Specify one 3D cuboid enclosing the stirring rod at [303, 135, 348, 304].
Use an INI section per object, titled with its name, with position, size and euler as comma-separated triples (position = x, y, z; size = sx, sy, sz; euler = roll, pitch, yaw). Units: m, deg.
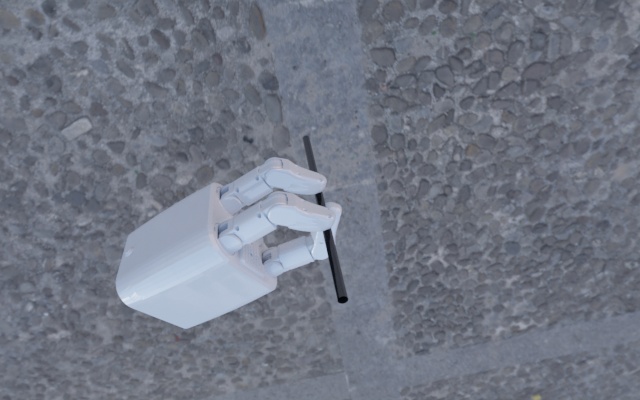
[stirring rod]
position = 0.000, 0.001, 0.445
size = 0.011, 0.011, 0.239
euler = 0, 37, -10
